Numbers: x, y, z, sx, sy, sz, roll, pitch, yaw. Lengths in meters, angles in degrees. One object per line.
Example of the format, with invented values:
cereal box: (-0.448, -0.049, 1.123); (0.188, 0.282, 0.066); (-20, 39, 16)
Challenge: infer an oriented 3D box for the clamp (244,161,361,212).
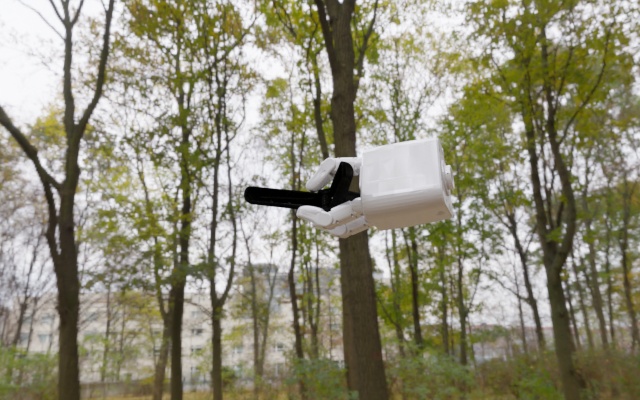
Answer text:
clamp: (0.001, 0.002, 0.706); (0.164, 0.036, 0.210); (-9, -21, 21)
